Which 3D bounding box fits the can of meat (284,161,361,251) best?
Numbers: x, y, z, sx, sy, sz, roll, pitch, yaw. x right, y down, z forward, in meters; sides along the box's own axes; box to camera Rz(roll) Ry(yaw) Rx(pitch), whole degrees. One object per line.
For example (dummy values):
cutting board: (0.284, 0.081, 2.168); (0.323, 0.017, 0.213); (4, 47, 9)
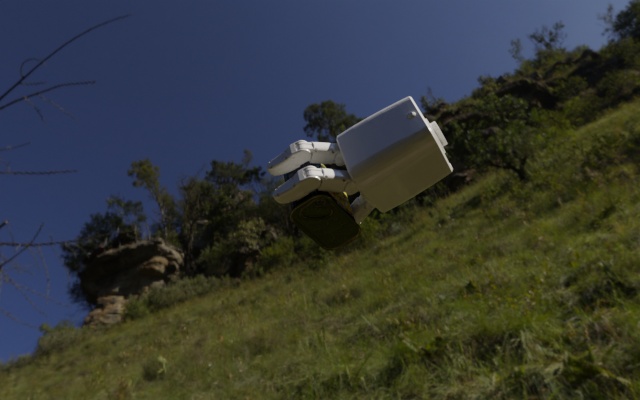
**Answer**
can of meat: (0.000, 0.002, 0.614); (0.057, 0.084, 0.102); (-32, -47, 16)
